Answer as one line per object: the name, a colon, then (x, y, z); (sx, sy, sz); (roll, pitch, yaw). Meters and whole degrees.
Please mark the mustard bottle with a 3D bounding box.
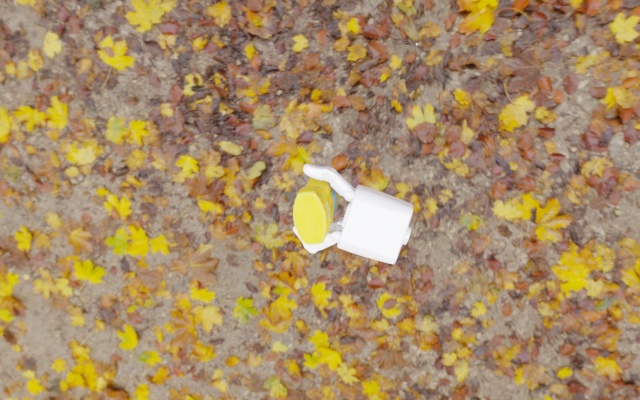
mustard bottle: (0.000, 0.003, 0.874); (0.058, 0.096, 0.191); (-6, 17, 13)
